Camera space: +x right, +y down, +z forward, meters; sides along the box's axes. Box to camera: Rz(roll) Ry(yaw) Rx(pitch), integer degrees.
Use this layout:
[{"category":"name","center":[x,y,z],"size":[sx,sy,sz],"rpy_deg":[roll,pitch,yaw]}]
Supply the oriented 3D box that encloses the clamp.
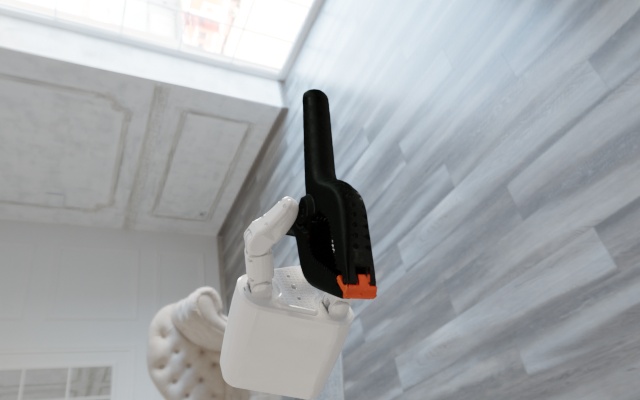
[{"category":"clamp","center":[-0.001,0.002,0.423],"size":[0.036,0.165,0.210],"rpy_deg":[6,25,-25]}]
